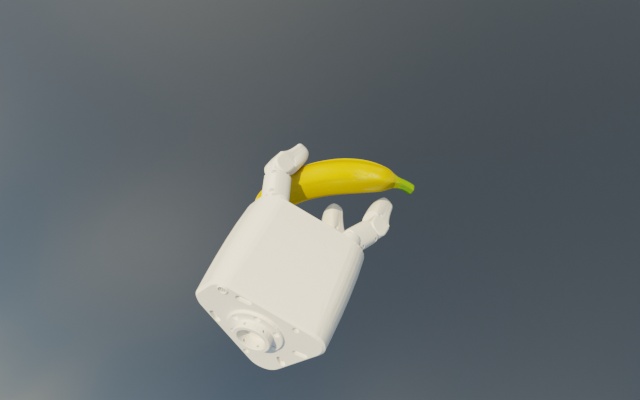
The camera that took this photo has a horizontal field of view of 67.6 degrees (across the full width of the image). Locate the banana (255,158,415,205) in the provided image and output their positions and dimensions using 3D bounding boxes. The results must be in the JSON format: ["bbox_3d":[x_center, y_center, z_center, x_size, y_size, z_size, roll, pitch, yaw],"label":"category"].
[{"bbox_3d":[-0.005,-0.011,0.515,0.198,0.037,0.070,-8,-46,28],"label":"banana"}]
